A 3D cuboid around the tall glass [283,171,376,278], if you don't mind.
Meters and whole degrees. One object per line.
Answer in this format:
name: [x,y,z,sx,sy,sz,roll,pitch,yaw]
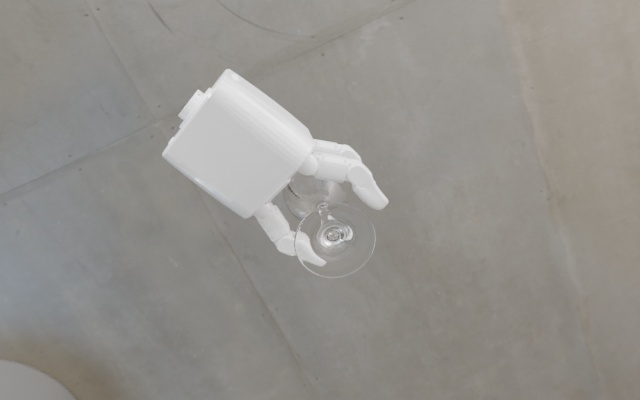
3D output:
tall glass: [0.000,0.002,0.520,0.079,0.079,0.201,0,21,-8]
